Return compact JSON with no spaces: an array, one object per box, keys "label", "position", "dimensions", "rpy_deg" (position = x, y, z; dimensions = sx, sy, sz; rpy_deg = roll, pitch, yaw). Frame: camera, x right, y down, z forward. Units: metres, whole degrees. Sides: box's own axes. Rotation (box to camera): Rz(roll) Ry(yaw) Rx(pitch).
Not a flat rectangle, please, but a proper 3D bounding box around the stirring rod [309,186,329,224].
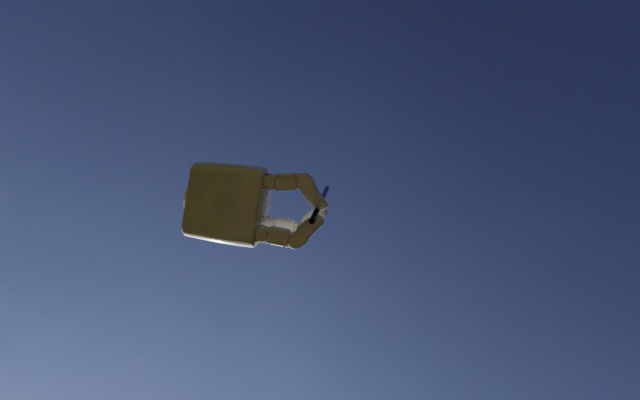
[{"label":"stirring rod","position":[0.000,0.002,0.739],"dimensions":[0.011,0.011,0.239],"rpy_deg":[0,12,6]}]
